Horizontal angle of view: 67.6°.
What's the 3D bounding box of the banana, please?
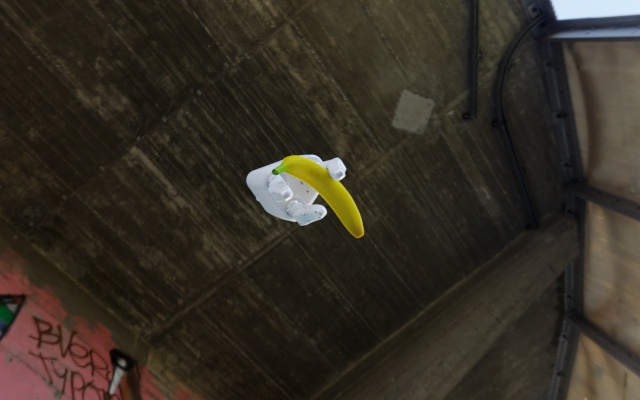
[{"bbox_3d":[0.004,-0.015,0.756,0.198,0.069,0.037,36,-31,-28],"label":"banana"}]
